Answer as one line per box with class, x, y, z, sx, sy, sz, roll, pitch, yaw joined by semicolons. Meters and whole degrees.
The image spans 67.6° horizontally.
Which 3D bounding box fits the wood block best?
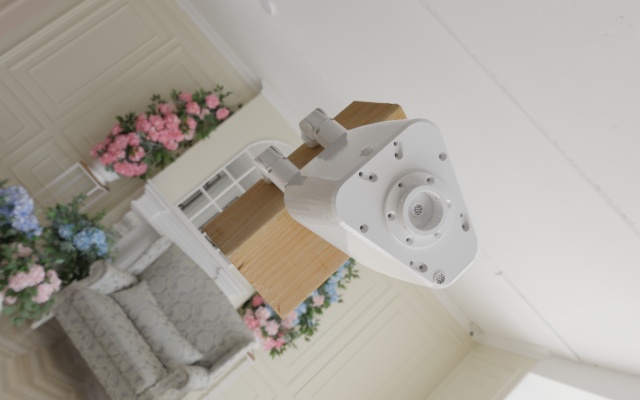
wood block;0.001;0.002;0.470;0.206;0.091;0.090;-41;27;-12
